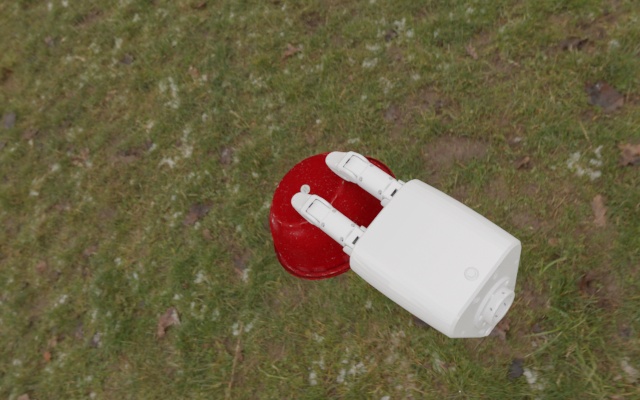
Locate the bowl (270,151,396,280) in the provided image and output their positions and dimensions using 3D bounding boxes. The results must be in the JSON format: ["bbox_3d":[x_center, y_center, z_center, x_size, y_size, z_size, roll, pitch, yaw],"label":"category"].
[{"bbox_3d":[-0.001,0.001,0.518,0.162,0.162,0.055,0,-33,39],"label":"bowl"}]
